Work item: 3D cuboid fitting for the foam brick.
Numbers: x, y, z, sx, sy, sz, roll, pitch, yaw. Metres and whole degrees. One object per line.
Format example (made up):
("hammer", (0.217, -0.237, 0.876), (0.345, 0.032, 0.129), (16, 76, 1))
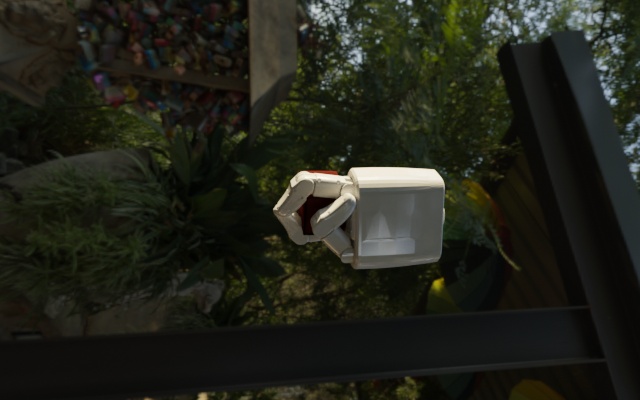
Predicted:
("foam brick", (0.000, 0.002, 0.593), (0.051, 0.053, 0.078), (-2, 28, -8))
